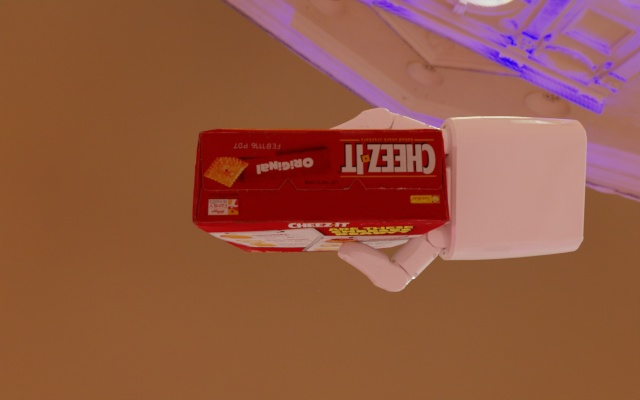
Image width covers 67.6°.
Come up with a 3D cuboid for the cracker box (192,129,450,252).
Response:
[{"bbox_3d":[0.000,0.002,0.407,0.164,0.072,0.214,-1,-11,-1],"label":"cracker box"}]
